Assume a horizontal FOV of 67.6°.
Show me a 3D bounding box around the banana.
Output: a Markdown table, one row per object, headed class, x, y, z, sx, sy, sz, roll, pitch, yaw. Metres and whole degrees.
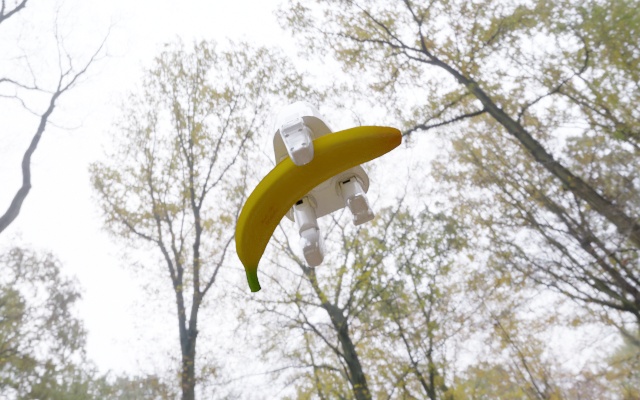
| class | x | y | z | sx | sy | sz | roll | pitch | yaw |
| --- | --- | --- | --- | --- | --- | --- | --- | --- | --- |
| banana | -0.016 | -0.009 | 0.434 | 0.069 | 0.198 | 0.037 | 43 | 7 | -2 |
